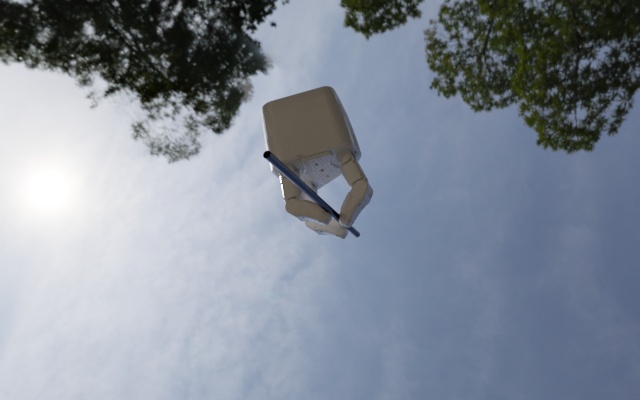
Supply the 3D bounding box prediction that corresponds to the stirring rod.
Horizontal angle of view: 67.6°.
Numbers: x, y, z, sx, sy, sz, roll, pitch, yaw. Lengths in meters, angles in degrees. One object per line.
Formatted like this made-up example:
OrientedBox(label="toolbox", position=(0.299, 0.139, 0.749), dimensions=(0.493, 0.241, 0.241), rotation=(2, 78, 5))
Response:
OrientedBox(label="stirring rod", position=(0.000, 0.002, 0.536), dimensions=(0.011, 0.011, 0.240), rotation=(0, -21, 26))
